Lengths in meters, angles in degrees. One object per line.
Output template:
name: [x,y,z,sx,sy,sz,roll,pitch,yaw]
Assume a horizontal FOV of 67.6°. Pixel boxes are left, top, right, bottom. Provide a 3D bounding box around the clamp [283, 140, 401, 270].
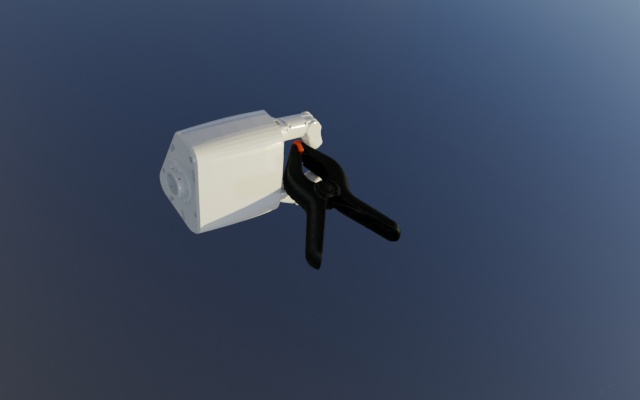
clamp: [0.000,0.001,0.553,0.120,0.171,0.039,-21,-32,-37]
